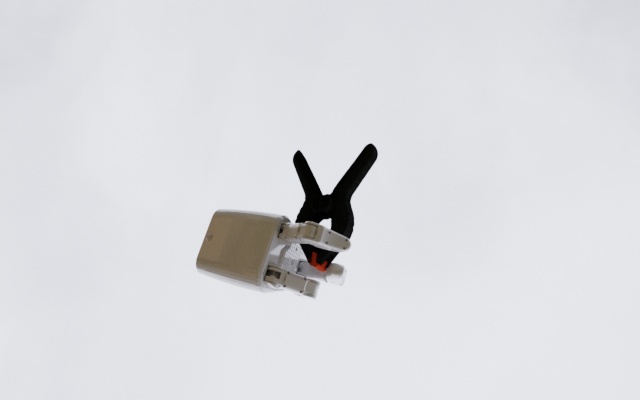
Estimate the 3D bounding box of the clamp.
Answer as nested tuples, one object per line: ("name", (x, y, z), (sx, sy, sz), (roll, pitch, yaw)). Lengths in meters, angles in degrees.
("clamp", (0.000, 0.002, 0.613), (0.120, 0.171, 0.039), (5, -22, 36))
